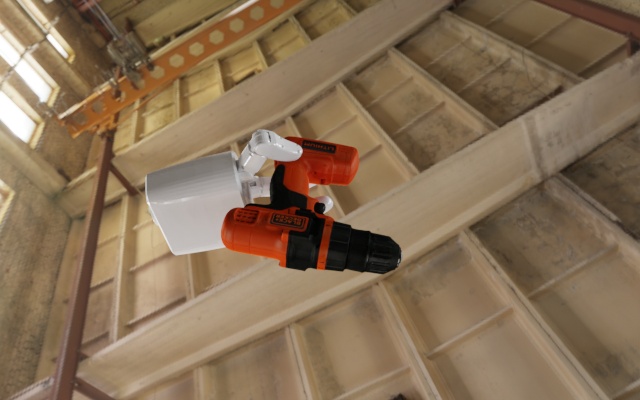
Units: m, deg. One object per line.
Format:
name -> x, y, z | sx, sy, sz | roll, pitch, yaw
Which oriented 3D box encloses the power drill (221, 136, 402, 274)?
power drill -> 0.000, 0.001, 0.538 | 0.184, 0.057, 0.187 | 11, 36, 1
